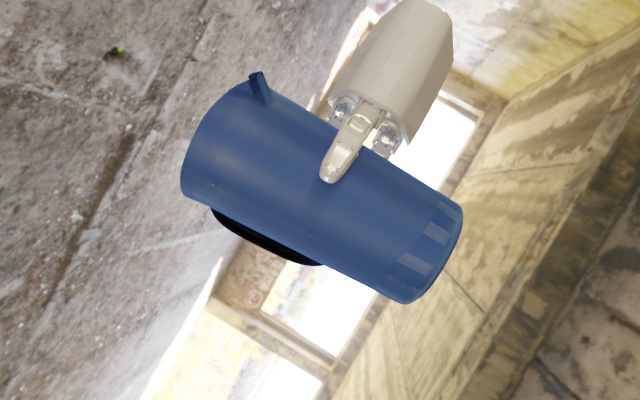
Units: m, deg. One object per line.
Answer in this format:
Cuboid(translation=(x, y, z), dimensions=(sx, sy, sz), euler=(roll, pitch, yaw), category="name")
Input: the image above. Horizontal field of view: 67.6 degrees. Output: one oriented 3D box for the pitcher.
Cuboid(translation=(0.000, 0.001, 0.460), dimensions=(0.243, 0.145, 0.149), euler=(30, -4, 4), category="pitcher")
